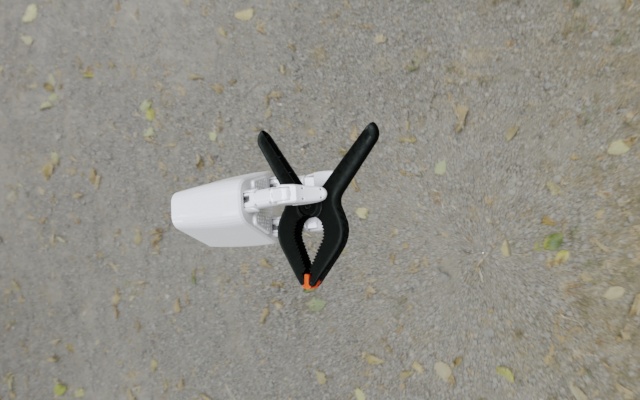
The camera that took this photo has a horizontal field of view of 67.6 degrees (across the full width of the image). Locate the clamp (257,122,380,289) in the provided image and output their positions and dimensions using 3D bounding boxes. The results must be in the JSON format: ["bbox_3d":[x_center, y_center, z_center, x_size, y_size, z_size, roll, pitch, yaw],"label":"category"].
[{"bbox_3d":[0.000,0.002,0.589,0.164,0.210,0.036,-8,-8,24],"label":"clamp"}]
